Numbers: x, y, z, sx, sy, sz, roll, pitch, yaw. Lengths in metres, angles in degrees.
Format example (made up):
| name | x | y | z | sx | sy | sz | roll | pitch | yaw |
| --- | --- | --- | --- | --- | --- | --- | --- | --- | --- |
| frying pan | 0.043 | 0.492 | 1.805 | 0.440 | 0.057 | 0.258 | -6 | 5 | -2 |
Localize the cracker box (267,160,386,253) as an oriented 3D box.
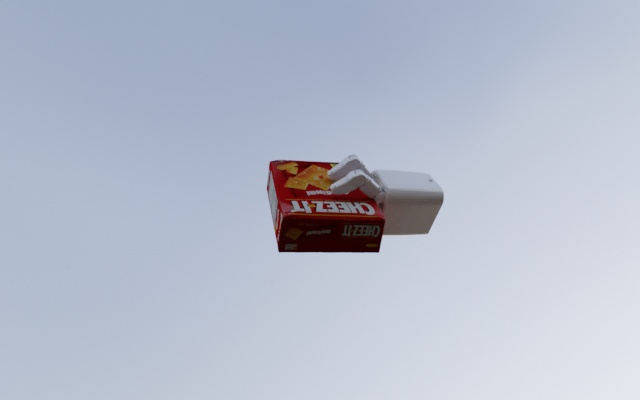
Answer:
| name | x | y | z | sx | sy | sz | roll | pitch | yaw |
| --- | --- | --- | --- | --- | --- | --- | --- | --- | --- |
| cracker box | 0.000 | 0.003 | 0.813 | 0.164 | 0.072 | 0.213 | 1 | 28 | -12 |
